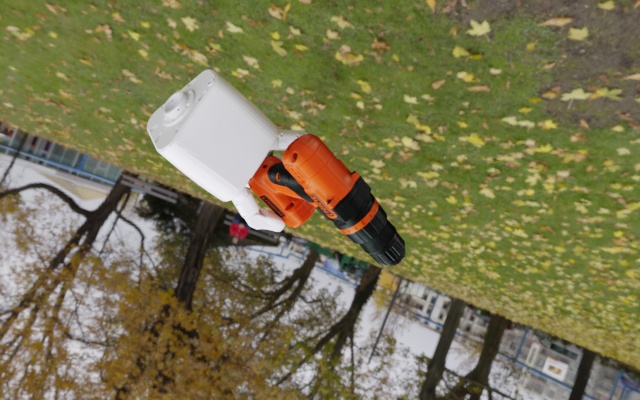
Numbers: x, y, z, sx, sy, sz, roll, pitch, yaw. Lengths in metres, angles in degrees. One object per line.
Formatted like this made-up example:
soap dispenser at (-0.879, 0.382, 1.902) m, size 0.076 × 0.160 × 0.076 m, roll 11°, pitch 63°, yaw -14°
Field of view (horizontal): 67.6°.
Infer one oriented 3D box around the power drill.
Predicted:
power drill at (0.000, 0.002, 0.574) m, size 0.184 × 0.057 × 0.187 m, roll 49°, pitch -21°, yaw -21°
